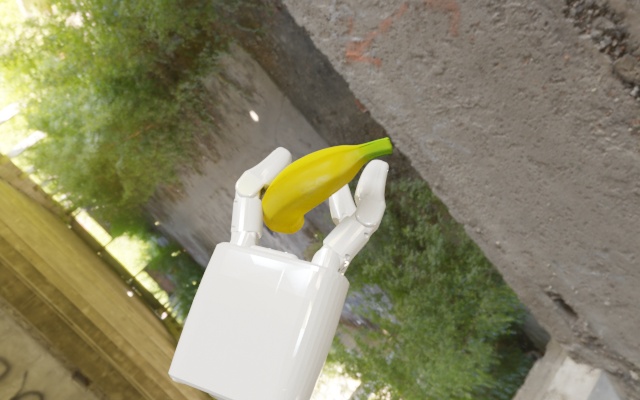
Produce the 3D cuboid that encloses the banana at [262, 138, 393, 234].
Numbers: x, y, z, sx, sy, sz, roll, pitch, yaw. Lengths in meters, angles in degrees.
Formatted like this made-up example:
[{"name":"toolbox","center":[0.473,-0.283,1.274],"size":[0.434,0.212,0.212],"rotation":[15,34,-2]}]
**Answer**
[{"name":"banana","center":[-0.016,0.000,0.403],"size":[0.069,0.037,0.198],"rotation":[2,-18,-24]}]
